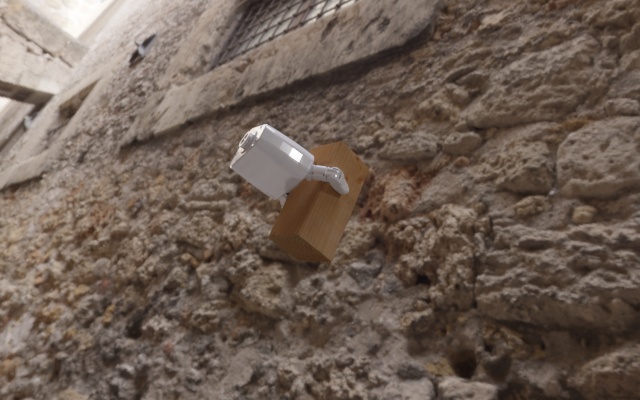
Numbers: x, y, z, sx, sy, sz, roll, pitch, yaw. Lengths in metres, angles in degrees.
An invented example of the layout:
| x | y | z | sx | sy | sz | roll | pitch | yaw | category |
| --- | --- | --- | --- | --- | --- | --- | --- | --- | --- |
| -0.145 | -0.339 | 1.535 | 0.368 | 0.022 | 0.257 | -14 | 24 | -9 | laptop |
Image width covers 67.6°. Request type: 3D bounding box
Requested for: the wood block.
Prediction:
| x | y | z | sx | sy | sz | roll | pitch | yaw | category |
| --- | --- | --- | --- | --- | --- | --- | --- | --- | --- |
| 0.000 | 0.003 | 0.883 | 0.091 | 0.206 | 0.090 | -6 | -39 | 47 | wood block |
